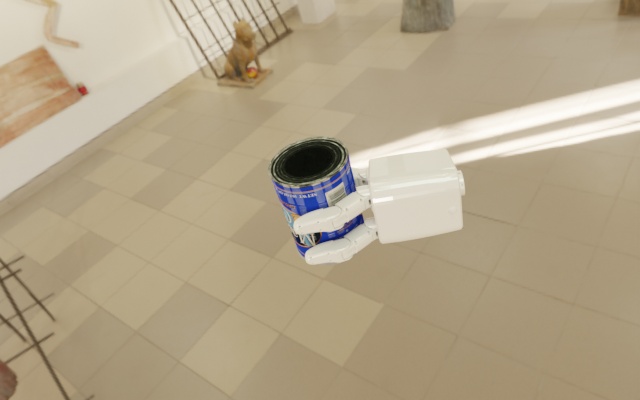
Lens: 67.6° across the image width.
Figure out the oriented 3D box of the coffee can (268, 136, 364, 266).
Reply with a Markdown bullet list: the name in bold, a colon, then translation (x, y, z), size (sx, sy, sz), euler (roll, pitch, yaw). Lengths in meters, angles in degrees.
- **coffee can**: translation (0.000, 0.002, 0.632), size (0.103, 0.140, 0.102), euler (-10, 39, 8)
